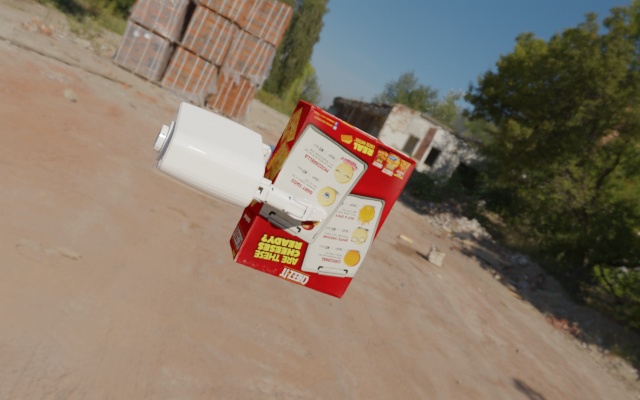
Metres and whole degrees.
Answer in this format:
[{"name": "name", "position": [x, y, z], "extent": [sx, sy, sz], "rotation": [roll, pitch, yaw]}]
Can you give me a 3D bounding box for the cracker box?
[{"name": "cracker box", "position": [0.000, 0.002, 0.628], "extent": [0.164, 0.214, 0.072], "rotation": [24, 11, -23]}]
